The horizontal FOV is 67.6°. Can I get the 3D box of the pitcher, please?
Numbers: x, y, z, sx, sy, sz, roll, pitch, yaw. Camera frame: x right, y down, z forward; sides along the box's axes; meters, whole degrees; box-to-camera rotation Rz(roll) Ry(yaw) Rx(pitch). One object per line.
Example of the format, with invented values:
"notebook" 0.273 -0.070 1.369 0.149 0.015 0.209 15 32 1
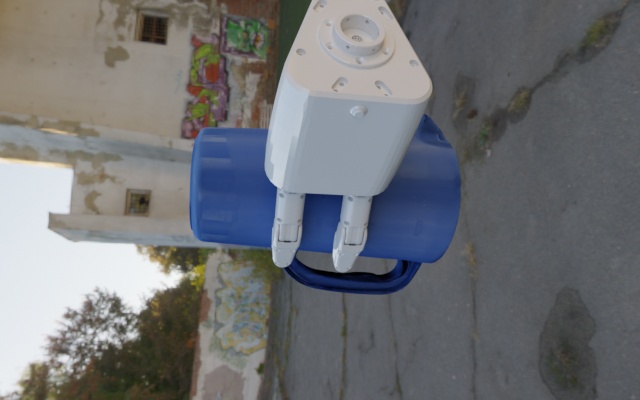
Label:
"pitcher" 0.000 0.001 0.471 0.243 0.149 0.145 3 -29 -10
